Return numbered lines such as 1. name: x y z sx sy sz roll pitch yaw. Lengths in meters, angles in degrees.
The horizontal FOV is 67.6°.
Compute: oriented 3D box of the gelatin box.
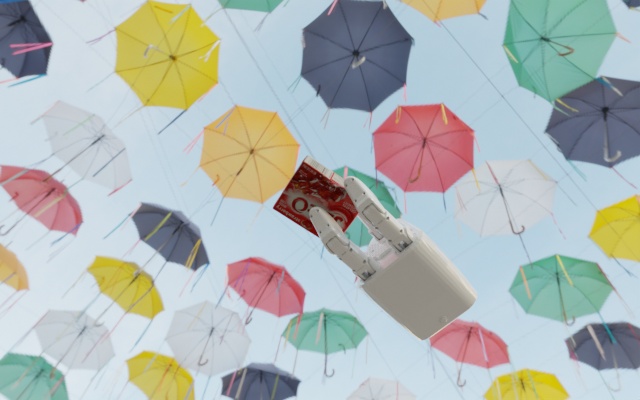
1. gelatin box: 0.000 0.001 0.566 0.089 0.073 0.030 33 24 -3
